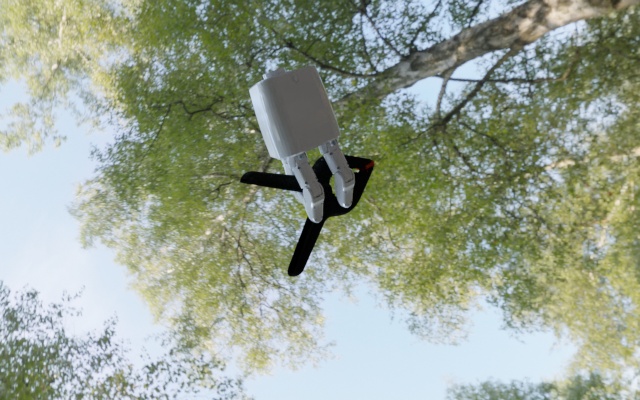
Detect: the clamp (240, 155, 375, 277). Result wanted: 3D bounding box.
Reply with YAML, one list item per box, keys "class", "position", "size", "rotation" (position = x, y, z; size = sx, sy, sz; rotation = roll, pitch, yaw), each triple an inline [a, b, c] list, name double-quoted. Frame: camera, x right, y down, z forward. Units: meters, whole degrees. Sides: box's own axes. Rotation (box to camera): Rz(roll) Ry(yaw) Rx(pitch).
- class: "clamp"
  position: [0.000, 0.002, 0.702]
  size: [0.210, 0.164, 0.036]
  rotation: [-26, 17, -28]
